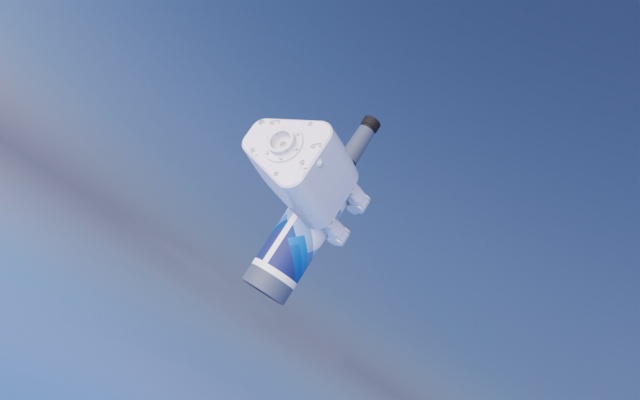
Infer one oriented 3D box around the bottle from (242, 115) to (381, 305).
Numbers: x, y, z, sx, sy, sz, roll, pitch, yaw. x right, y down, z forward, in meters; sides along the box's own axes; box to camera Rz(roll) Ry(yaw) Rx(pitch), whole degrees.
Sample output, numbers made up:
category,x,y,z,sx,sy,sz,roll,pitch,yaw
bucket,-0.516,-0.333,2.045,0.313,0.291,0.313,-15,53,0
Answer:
category,x,y,z,sx,sy,sz,roll,pitch,yaw
bottle,0.000,0.002,0.670,0.069,0.295,0.069,31,-14,9
